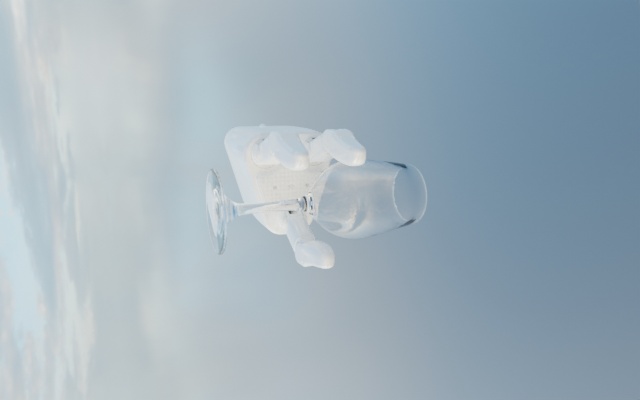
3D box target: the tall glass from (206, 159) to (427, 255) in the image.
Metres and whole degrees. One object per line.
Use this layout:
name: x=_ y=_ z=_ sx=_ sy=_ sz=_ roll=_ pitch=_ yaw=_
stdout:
tall glass: x=0.000 y=0.002 z=0.448 sx=0.201 sy=0.079 sz=0.079 roll=-5 pitch=2 yaw=-24
